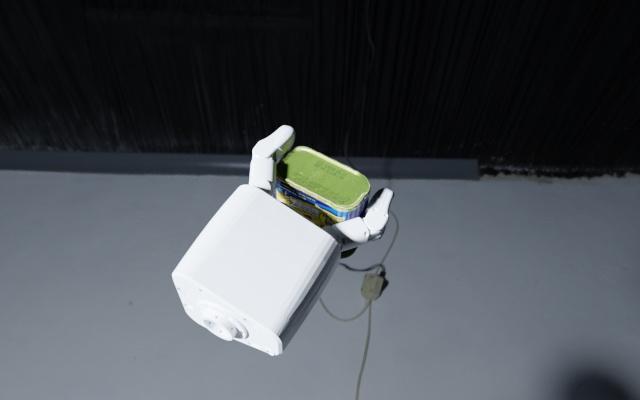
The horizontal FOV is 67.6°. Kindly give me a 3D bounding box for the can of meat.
[{"bbox_3d":[0.000,0.001,0.500,0.102,0.057,0.084,27,-35,18],"label":"can of meat"}]
